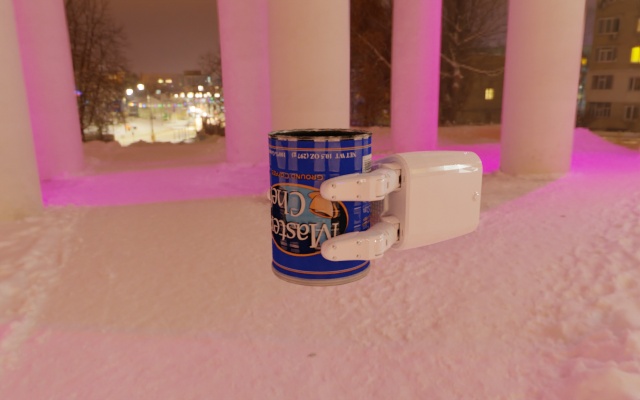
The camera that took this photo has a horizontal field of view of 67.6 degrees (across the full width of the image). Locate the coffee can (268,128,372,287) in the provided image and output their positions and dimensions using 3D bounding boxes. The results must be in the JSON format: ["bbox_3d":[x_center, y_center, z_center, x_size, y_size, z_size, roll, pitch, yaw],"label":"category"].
[{"bbox_3d":[0.000,0.002,0.480,0.103,0.140,0.102,0,13,0],"label":"coffee can"}]
